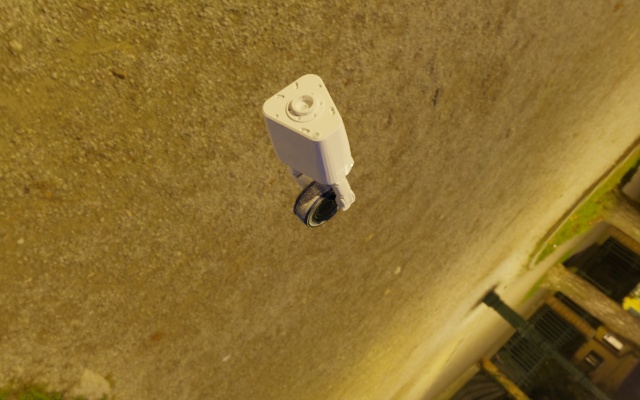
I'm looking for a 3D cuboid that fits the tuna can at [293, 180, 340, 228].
[{"bbox_3d":[0.001,0.003,0.757,0.033,0.086,0.086,45,22,24],"label":"tuna can"}]
